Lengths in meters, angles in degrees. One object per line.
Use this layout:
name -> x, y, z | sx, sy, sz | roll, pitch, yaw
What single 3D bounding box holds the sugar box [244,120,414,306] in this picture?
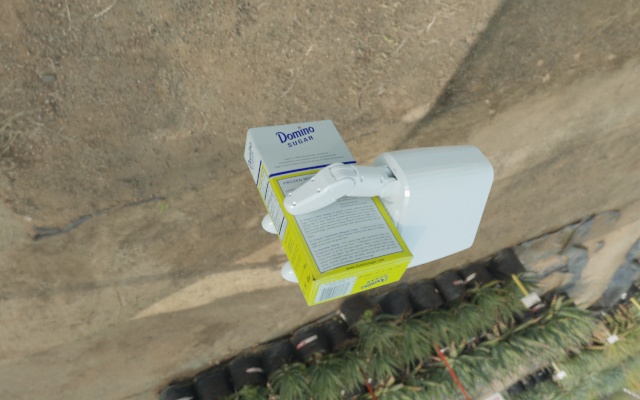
sugar box -> 0.000, 0.002, 0.441 | 0.093, 0.176, 0.048 | -10, -38, -24
